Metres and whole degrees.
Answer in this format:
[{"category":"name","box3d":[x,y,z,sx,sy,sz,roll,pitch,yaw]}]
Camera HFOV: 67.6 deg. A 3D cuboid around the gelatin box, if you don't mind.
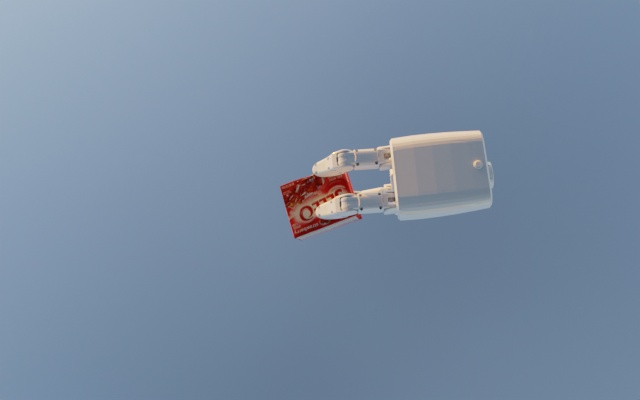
[{"category":"gelatin box","box3d":[0.000,0.002,0.611,0.089,0.073,0.030,-21,-17,12]}]
